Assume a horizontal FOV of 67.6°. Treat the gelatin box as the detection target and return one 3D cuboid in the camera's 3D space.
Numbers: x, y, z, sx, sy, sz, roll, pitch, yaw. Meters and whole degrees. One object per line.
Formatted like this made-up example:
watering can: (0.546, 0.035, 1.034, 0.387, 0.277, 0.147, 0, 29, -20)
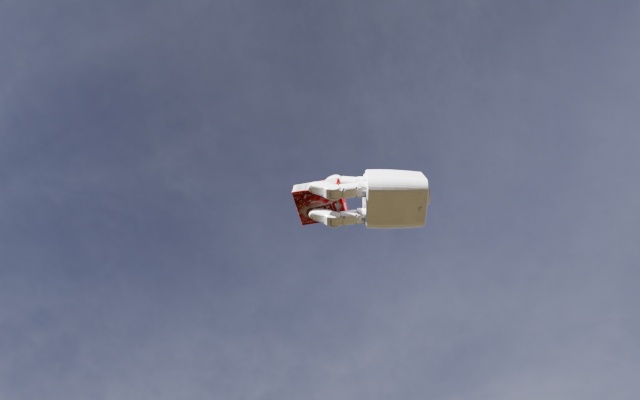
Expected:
gelatin box: (0.000, 0.003, 0.869, 0.089, 0.073, 0.030, -9, 29, 14)
